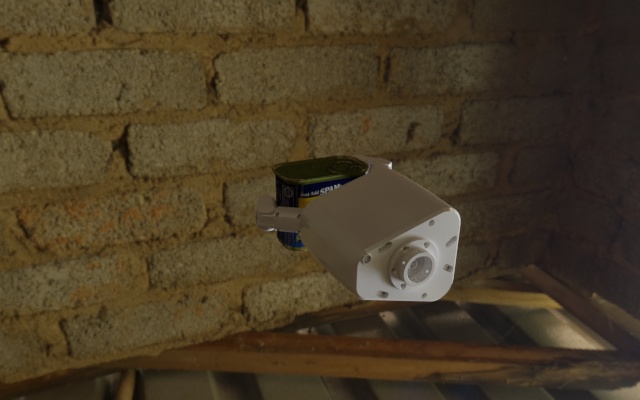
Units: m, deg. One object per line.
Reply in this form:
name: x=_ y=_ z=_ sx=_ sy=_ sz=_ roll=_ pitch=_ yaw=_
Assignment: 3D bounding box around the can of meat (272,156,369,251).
can of meat: x=0.000 y=0.002 z=0.526 sx=0.102 sy=0.084 sz=0.057 roll=-10 pitch=25 yaw=-26
